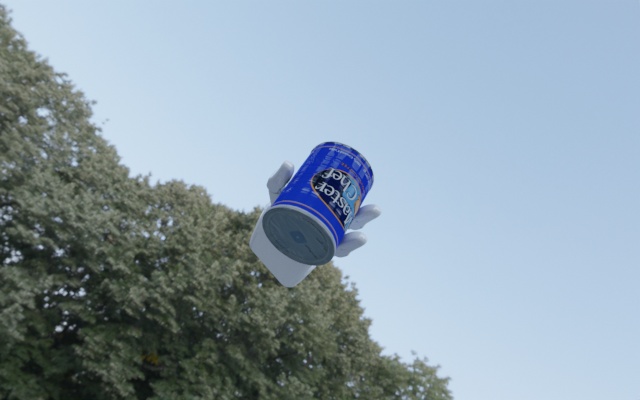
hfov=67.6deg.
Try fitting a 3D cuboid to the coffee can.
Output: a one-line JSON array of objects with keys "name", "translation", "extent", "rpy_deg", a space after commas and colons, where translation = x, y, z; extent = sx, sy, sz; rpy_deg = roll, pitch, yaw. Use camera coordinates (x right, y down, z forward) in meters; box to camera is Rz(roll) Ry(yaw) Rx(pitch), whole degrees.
[{"name": "coffee can", "translation": [0.000, 0.002, 0.644], "extent": [0.103, 0.103, 0.140], "rpy_deg": [0, 41, 34]}]
